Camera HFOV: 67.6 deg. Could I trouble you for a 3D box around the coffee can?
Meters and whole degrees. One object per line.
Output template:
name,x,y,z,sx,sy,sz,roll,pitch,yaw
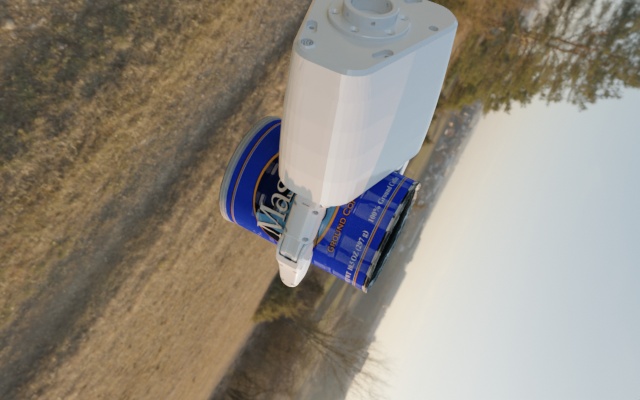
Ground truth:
coffee can,0.000,0.001,0.412,0.140,0.103,0.103,26,7,14
